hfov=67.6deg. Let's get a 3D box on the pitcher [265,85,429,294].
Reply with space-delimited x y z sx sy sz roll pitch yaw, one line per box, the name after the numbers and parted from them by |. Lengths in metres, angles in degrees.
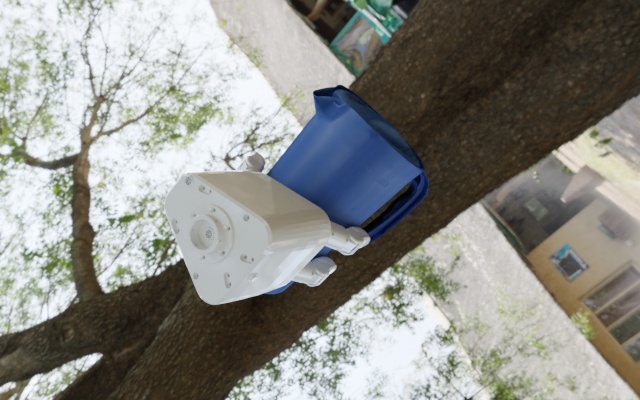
0.000 0.002 0.563 0.243 0.149 0.145 -46 -15 19 | pitcher
